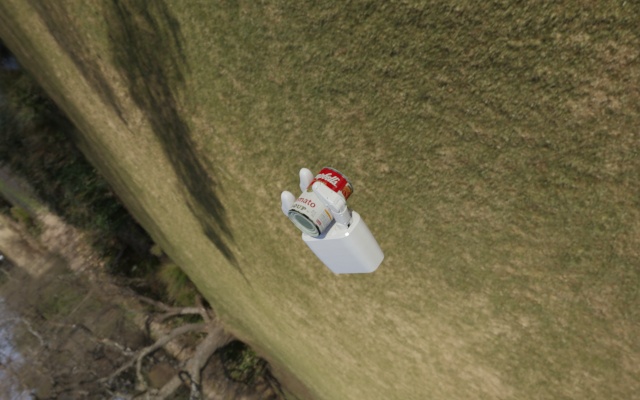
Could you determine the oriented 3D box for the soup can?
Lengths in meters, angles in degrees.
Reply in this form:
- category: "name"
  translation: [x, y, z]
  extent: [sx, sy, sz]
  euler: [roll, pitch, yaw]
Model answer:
- category: "soup can"
  translation: [0.000, 0.003, 0.808]
  extent: [0.068, 0.102, 0.068]
  euler: [32, -23, 16]
